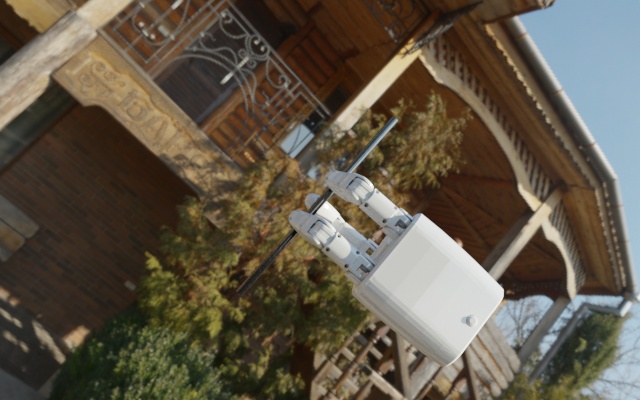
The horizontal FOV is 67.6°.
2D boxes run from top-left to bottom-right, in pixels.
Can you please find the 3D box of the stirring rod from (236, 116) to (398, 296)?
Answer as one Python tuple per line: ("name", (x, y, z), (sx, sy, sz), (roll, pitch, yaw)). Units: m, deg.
("stirring rod", (0.000, 0.002, 0.483), (0.011, 0.239, 0.011), (40, -11, 10))
